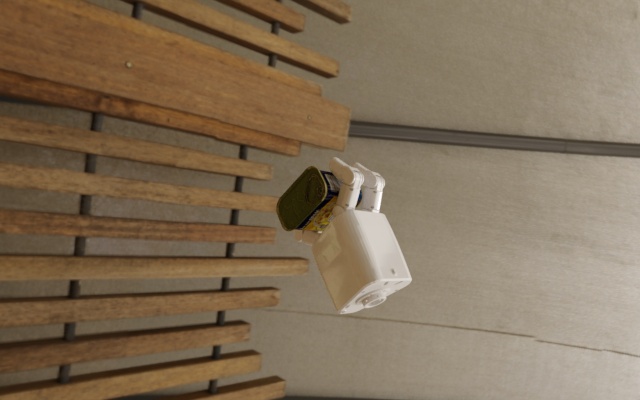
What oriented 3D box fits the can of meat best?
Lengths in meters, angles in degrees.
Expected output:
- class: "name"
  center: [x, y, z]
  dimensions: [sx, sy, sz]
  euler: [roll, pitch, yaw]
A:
- class: "can of meat"
  center: [0.000, 0.002, 0.696]
  dimensions: [0.084, 0.057, 0.102]
  euler: [8, -43, -44]
